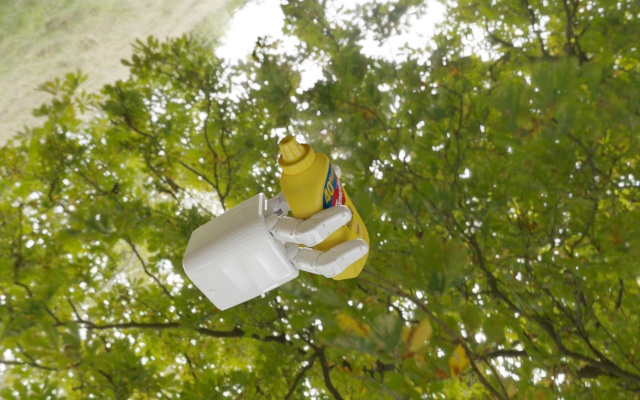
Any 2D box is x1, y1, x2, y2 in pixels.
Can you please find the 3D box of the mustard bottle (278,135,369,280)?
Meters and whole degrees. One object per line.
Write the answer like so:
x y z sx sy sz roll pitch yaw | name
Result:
0.001 0.002 0.566 0.058 0.096 0.192 -11 -49 23 | mustard bottle
